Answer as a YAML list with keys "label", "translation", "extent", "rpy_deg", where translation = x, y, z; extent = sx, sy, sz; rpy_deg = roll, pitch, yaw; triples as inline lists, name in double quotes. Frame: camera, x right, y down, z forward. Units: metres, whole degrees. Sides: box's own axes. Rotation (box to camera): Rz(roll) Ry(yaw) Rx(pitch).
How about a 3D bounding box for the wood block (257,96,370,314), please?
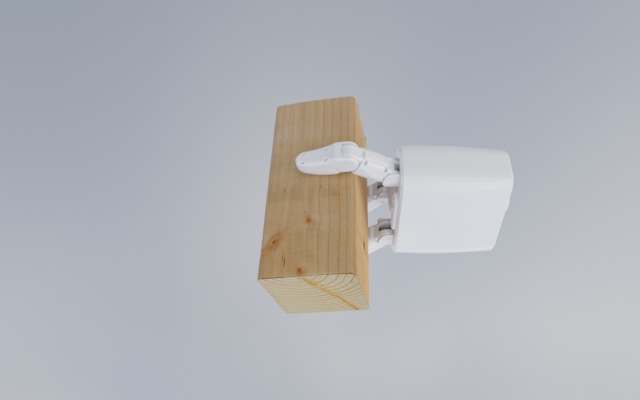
- label: "wood block"
  translation: [0.000, 0.002, 0.497]
  extent: [0.090, 0.206, 0.091]
  rpy_deg: [-5, -33, 12]
